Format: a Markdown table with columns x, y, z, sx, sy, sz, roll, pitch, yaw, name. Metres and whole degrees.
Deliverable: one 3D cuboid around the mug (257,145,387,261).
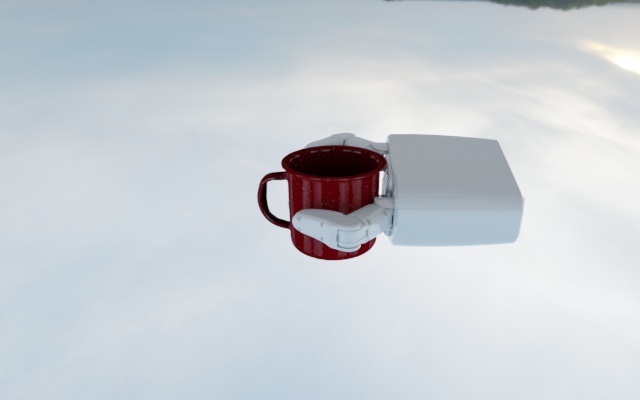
| x | y | z | sx | sy | sz | roll | pitch | yaw | name |
| --- | --- | --- | --- | --- | --- | --- | --- | --- | --- |
| -0.001 | 0.002 | 0.437 | 0.117 | 0.081 | 0.093 | 1 | 23 | 3 | mug |
